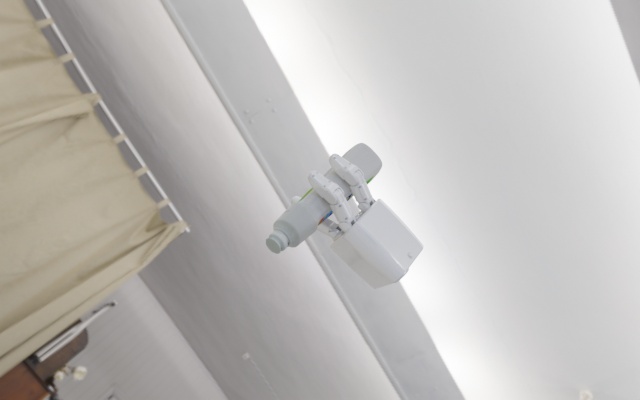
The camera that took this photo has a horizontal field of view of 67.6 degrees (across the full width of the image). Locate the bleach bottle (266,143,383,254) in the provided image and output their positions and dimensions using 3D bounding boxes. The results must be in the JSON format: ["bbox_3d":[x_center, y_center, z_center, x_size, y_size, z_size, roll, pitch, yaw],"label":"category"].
[{"bbox_3d":[0.000,0.002,0.768,0.250,0.068,0.103,-43,-2,-38],"label":"bleach bottle"}]
